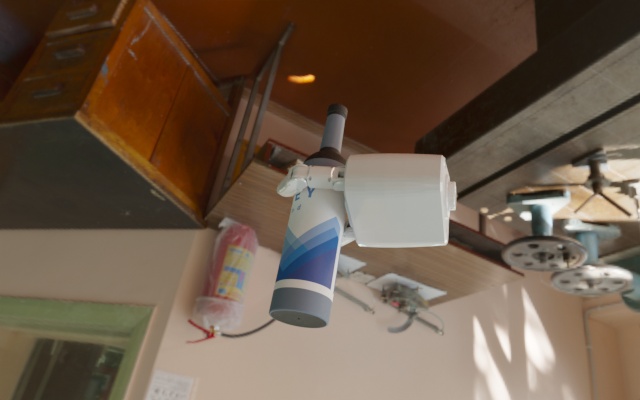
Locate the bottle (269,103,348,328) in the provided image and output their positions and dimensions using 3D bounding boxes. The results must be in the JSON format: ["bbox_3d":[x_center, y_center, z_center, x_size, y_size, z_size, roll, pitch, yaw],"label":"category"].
[{"bbox_3d":[0.000,0.002,0.587,0.069,0.295,0.069,8,-29,5],"label":"bottle"}]
